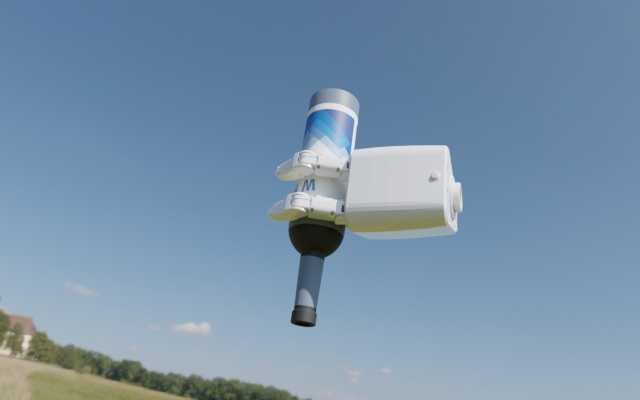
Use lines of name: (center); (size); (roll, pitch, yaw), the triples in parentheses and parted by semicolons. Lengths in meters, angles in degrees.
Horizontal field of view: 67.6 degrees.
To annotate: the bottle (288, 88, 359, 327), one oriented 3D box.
bottle: (0.000, 0.002, 0.575); (0.069, 0.295, 0.069); (7, -26, 3)
